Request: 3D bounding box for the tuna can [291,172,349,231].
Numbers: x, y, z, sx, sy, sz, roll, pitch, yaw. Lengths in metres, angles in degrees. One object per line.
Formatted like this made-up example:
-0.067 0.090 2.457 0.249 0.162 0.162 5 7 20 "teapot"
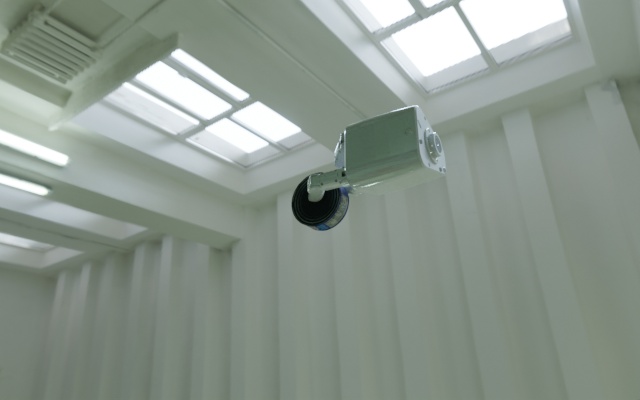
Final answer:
0.000 0.003 0.732 0.086 0.086 0.034 0 -19 32 "tuna can"
